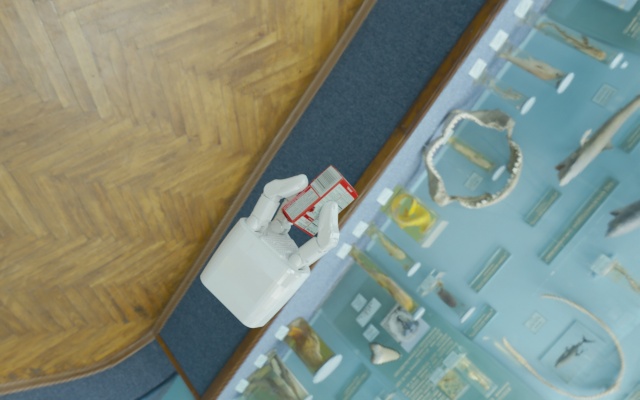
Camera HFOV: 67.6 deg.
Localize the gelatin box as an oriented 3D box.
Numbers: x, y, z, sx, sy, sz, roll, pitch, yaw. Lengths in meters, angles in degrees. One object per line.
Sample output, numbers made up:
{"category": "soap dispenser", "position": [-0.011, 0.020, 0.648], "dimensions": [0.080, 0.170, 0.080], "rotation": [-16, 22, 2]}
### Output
{"category": "gelatin box", "position": [0.001, 0.002, 0.631], "dimensions": [0.089, 0.030, 0.073], "rotation": [-41, -26, 4]}
